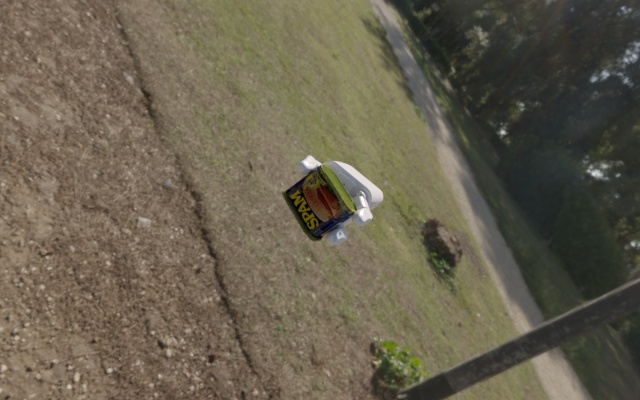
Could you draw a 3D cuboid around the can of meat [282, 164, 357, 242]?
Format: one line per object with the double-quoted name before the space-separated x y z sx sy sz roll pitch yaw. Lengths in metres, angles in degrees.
"can of meat" 0.000 0.002 0.783 0.084 0.102 0.057 -36 -14 18
